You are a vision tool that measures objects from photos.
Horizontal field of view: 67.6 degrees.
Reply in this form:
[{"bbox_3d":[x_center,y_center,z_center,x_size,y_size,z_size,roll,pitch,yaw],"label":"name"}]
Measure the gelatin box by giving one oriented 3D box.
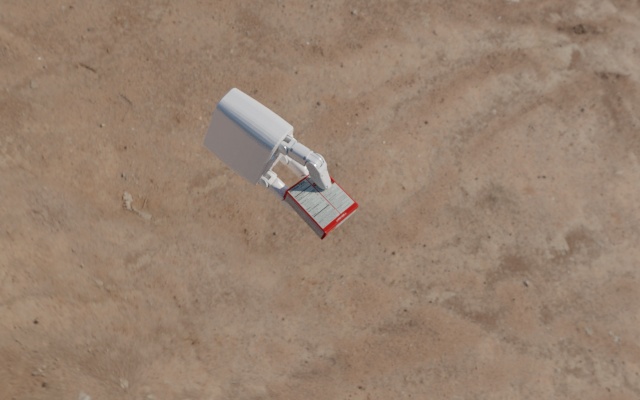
[{"bbox_3d":[0.000,0.002,0.716,0.073,0.089,0.030,-38,-13,-27],"label":"gelatin box"}]
